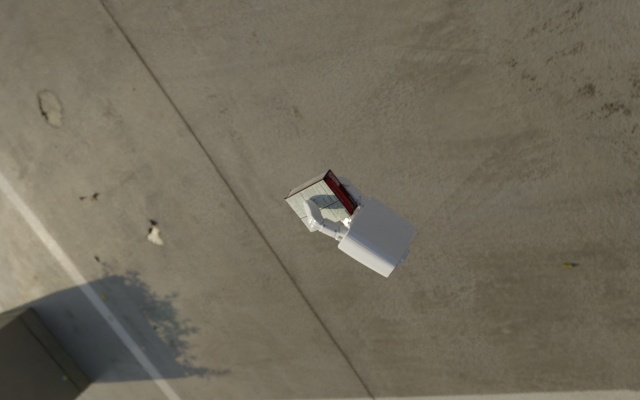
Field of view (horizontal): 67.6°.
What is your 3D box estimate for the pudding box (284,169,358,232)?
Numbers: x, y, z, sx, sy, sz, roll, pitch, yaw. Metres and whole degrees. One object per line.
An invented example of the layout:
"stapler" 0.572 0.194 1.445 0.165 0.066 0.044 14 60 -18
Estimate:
"pudding box" 0.000 0.003 0.893 0.113 0.090 0.039 -26 18 38
